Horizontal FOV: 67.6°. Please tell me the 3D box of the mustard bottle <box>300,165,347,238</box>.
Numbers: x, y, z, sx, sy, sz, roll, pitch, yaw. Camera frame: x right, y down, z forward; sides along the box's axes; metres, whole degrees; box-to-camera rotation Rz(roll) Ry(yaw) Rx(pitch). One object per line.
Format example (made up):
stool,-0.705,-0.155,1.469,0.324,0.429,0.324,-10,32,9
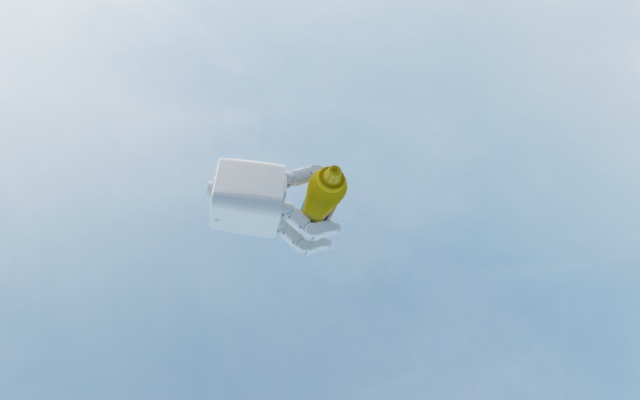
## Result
mustard bottle,0.000,0.003,0.755,0.058,0.096,0.192,30,-32,4
